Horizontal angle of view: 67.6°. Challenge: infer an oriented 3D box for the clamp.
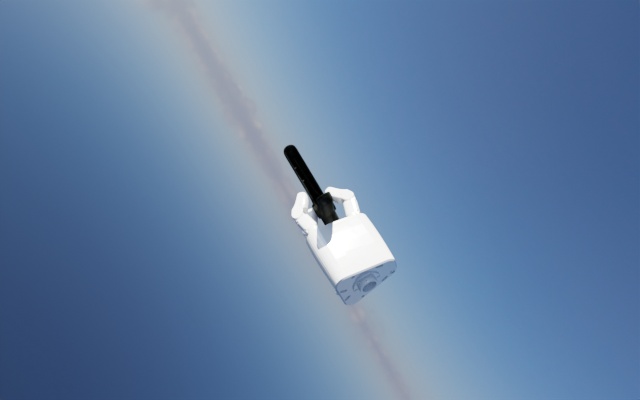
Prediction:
[{"bbox_3d":[0.001,0.003,0.856,0.036,0.164,0.210,-31,-39,-3],"label":"clamp"}]
